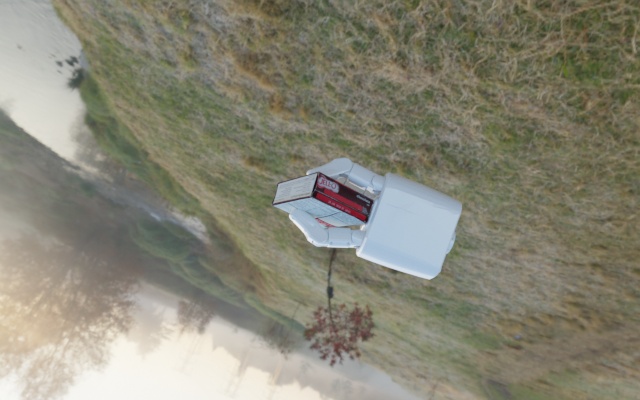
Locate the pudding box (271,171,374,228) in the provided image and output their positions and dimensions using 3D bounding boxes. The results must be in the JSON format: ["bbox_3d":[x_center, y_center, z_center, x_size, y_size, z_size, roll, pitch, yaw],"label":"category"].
[{"bbox_3d":[0.000,0.002,0.630,0.090,0.039,0.113,27,-21,-27],"label":"pudding box"}]
